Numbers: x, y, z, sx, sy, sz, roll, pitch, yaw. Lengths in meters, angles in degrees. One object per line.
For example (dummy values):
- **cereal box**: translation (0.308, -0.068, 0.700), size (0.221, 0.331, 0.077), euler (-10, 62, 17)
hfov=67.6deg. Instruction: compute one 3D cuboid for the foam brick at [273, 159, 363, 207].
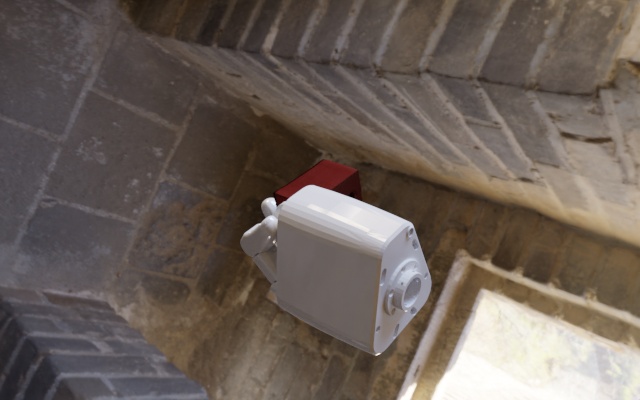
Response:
- **foam brick**: translation (0.000, 0.001, 0.487), size (0.051, 0.053, 0.078), euler (19, 43, 39)
